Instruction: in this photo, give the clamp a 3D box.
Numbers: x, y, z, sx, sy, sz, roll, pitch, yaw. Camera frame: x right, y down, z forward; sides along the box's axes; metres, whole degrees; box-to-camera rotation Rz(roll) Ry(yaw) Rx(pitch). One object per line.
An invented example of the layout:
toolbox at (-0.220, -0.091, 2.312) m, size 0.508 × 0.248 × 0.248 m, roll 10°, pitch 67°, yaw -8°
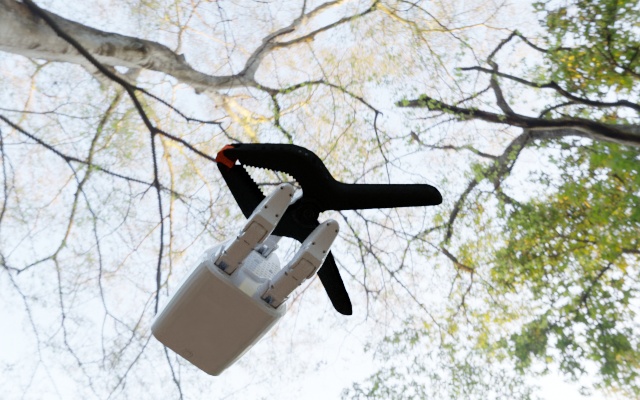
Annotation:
clamp at (0.000, 0.001, 0.462) m, size 0.210 × 0.164 × 0.036 m, roll 38°, pitch 17°, yaw -11°
